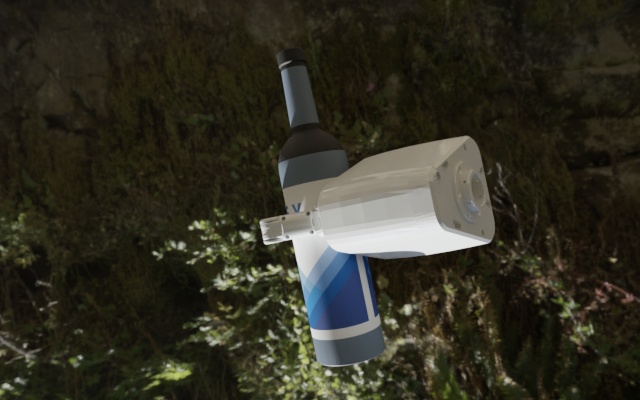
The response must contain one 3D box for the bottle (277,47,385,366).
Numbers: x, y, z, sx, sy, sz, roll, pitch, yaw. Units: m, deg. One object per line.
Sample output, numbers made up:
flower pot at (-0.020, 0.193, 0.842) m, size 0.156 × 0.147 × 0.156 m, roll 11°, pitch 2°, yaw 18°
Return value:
bottle at (0.000, 0.002, 0.457) m, size 0.069 × 0.295 × 0.069 m, roll -11°, pitch -1°, yaw 0°
